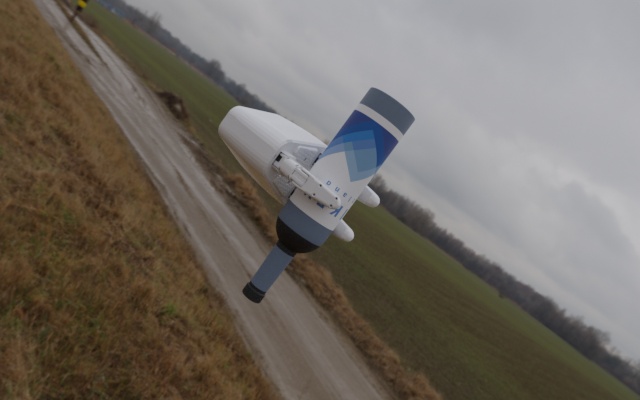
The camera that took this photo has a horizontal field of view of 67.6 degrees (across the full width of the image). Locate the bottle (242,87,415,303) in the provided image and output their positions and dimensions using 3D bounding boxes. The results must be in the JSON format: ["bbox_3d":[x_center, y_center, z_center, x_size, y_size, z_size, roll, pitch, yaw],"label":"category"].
[{"bbox_3d":[0.000,0.002,0.585,0.069,0.296,0.069,36,4,-3],"label":"bottle"}]
